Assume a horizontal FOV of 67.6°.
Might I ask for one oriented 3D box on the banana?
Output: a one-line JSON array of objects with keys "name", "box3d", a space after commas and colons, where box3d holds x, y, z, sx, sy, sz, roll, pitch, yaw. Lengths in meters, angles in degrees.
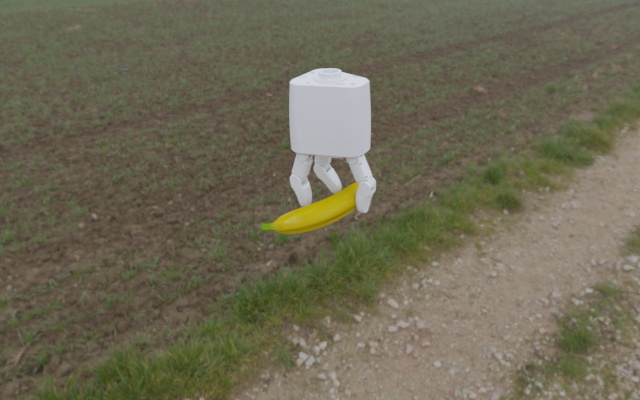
[{"name": "banana", "box3d": [0.007, 0.010, 0.740, 0.198, 0.037, 0.069, -21, 31, -27]}]
